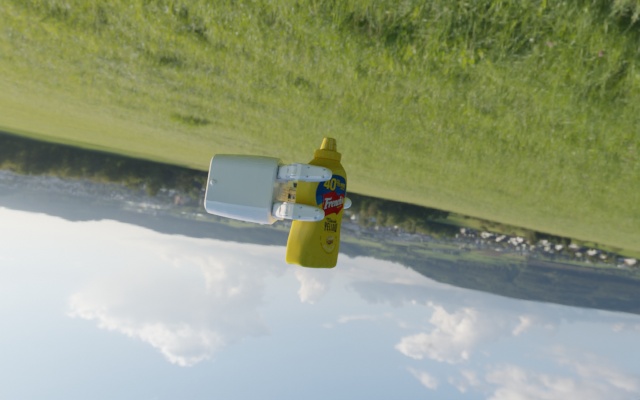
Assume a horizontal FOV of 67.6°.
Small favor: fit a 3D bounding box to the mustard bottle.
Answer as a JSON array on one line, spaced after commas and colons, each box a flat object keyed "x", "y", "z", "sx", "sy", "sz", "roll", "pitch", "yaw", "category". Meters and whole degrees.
[{"x": 0.000, "y": 0.003, "z": 0.707, "sx": 0.058, "sy": 0.191, "sz": 0.096, "roll": 6, "pitch": -4, "yaw": 36, "category": "mustard bottle"}]
